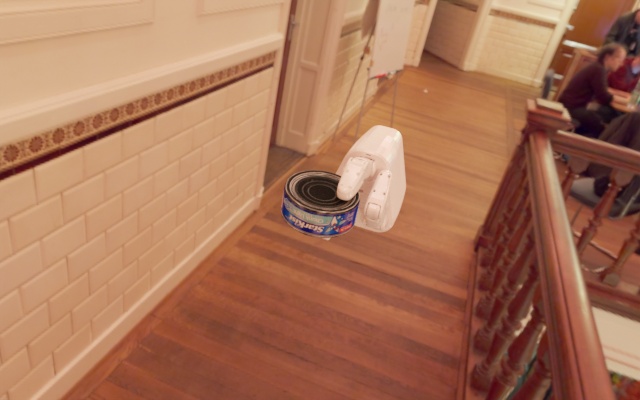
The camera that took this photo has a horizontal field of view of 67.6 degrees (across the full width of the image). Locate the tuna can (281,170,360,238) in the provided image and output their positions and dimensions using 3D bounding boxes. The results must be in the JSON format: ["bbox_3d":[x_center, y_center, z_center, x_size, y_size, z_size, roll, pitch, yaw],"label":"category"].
[{"bbox_3d":[0.000,0.001,0.529,0.086,0.034,0.086,8,34,-5],"label":"tuna can"}]
